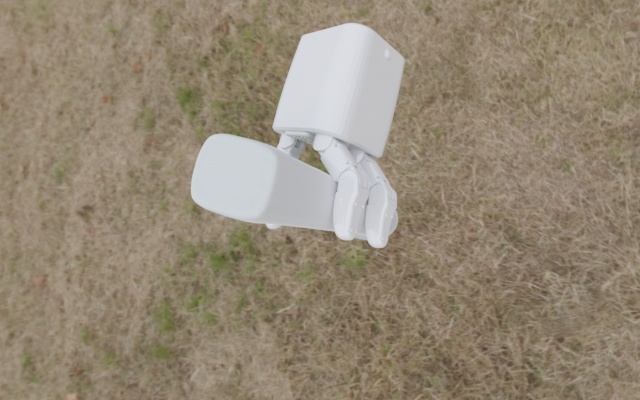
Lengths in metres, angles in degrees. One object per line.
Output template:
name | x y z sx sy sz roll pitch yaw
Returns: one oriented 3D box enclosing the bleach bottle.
bleach bottle | 0.000 0.002 0.488 0.102 0.068 0.251 16 0 38
